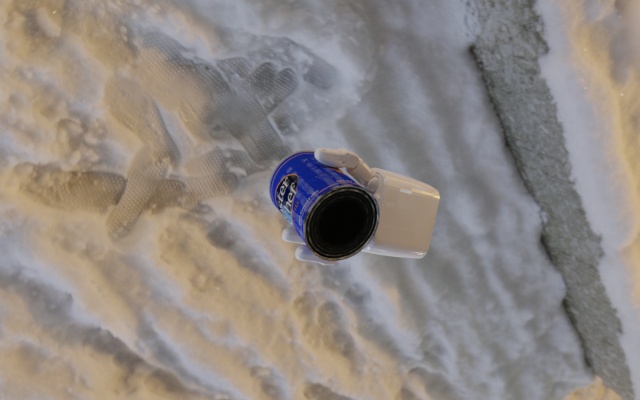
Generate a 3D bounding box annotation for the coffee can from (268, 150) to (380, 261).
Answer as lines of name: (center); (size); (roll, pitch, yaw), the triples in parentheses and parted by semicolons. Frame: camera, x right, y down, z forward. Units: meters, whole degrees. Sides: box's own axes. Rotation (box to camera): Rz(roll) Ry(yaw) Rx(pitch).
coffee can: (0.000, 0.002, 0.636); (0.103, 0.103, 0.140); (0, 23, -25)
